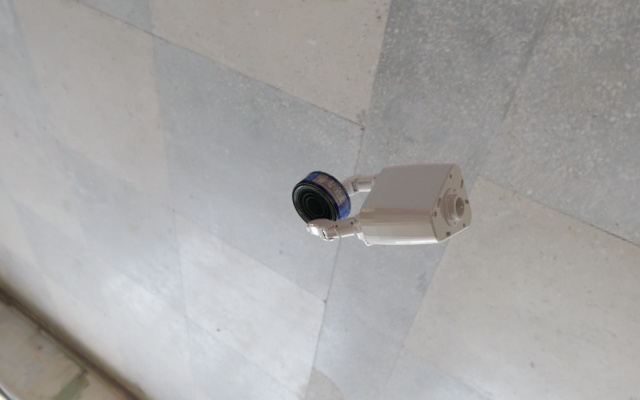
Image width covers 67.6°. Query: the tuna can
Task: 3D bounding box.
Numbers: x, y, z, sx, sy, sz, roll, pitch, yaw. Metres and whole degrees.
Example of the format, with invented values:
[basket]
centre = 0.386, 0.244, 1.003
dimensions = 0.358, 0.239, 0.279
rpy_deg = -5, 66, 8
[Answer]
[tuna can]
centre = 0.000, 0.003, 0.693
dimensions = 0.086, 0.086, 0.033
rpy_deg = 0, 31, 44
